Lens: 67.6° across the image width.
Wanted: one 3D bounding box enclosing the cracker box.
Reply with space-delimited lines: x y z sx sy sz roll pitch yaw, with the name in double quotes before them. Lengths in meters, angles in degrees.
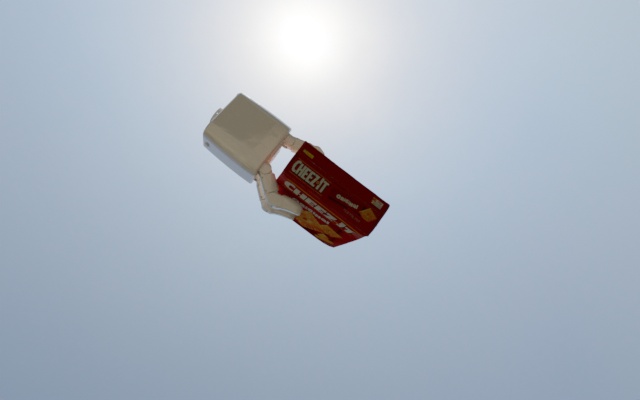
"cracker box" 0.000 0.003 0.808 0.164 0.072 0.214 37 -16 -4
